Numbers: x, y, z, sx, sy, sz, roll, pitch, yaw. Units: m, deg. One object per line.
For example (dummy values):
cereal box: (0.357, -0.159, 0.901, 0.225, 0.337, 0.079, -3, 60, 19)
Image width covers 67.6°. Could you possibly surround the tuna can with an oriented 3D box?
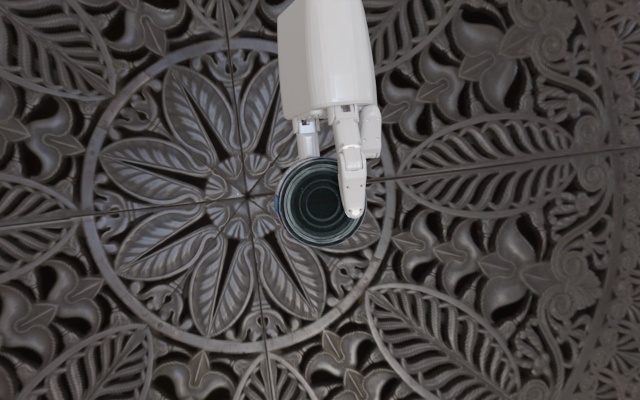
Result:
tuna can: (0.000, 0.002, 0.453, 0.086, 0.086, 0.033, 0, 6, -10)
